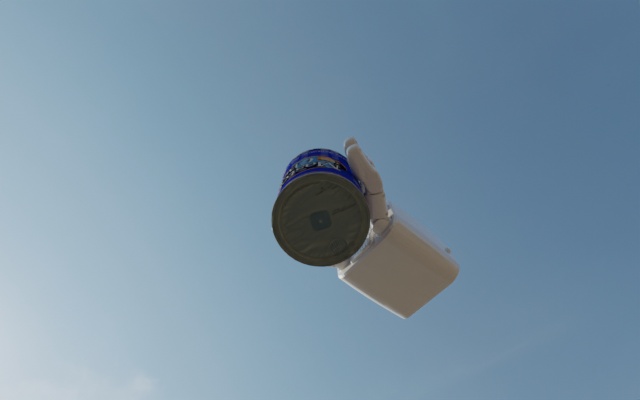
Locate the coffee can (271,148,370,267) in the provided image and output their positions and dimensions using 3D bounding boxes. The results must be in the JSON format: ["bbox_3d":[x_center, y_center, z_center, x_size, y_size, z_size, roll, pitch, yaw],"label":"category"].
[{"bbox_3d":[0.000,0.002,0.557,0.103,0.103,0.140,0,17,0],"label":"coffee can"}]
